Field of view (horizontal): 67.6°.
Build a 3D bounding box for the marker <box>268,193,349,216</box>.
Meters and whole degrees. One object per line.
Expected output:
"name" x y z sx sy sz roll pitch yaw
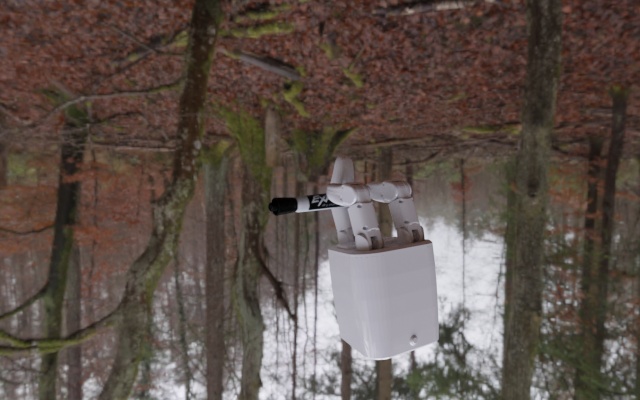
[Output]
"marker" 0.000 0.002 0.518 0.121 0.020 0.020 -6 3 -31
